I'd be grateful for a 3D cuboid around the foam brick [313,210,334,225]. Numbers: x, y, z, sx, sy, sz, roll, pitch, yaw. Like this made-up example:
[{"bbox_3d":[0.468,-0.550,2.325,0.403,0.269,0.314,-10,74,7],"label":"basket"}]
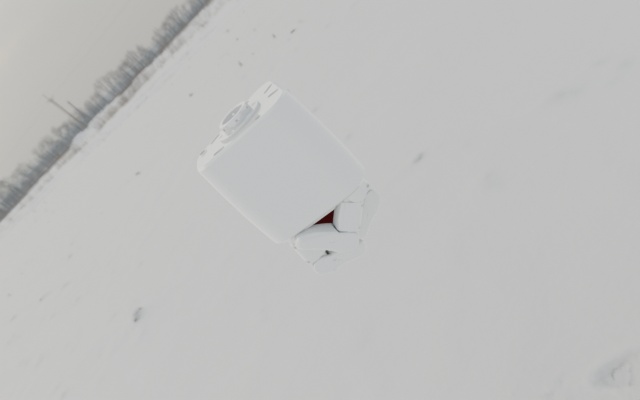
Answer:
[{"bbox_3d":[0.000,0.002,0.519,0.051,0.053,0.078,43,4,-26],"label":"foam brick"}]
